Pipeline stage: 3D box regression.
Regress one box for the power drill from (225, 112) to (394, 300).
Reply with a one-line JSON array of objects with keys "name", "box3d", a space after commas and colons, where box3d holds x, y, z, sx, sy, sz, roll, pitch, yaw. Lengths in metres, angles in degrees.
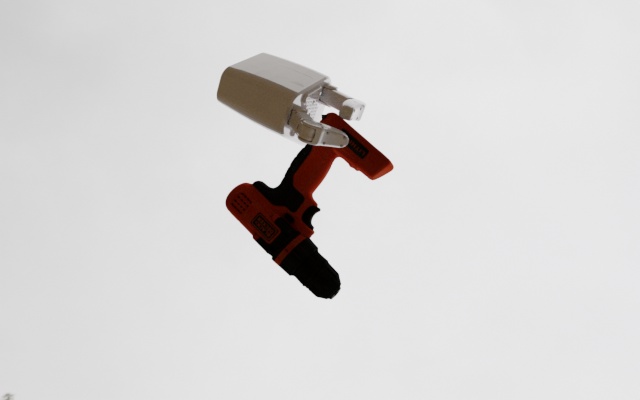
[{"name": "power drill", "box3d": [0.000, 0.001, 0.587, 0.184, 0.187, 0.057, 44, 3, 8]}]
